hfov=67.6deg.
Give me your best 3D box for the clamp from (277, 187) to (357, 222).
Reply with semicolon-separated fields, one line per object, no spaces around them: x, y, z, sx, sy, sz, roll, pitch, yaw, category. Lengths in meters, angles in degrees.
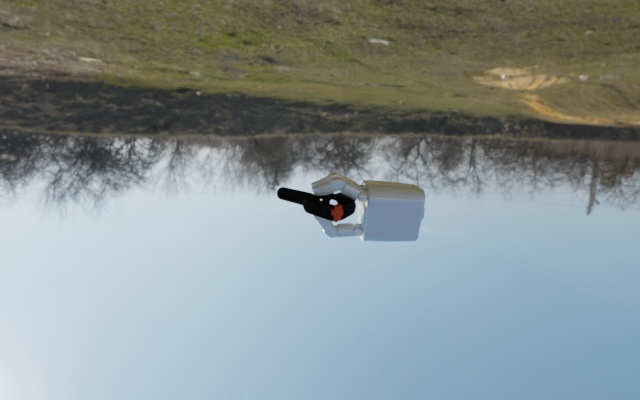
0.000;0.004;0.884;0.164;0.036;0.210;2;10;-4;clamp
